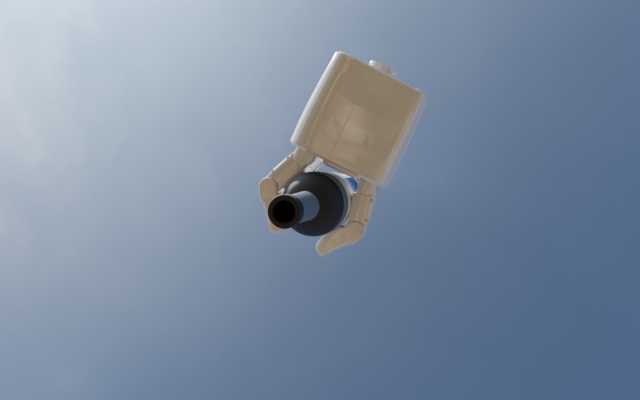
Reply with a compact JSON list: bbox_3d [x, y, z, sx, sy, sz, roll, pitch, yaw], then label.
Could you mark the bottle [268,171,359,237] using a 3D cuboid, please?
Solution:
[{"bbox_3d":[0.000,0.002,0.521,0.069,0.069,0.295,0,3,11],"label":"bottle"}]
